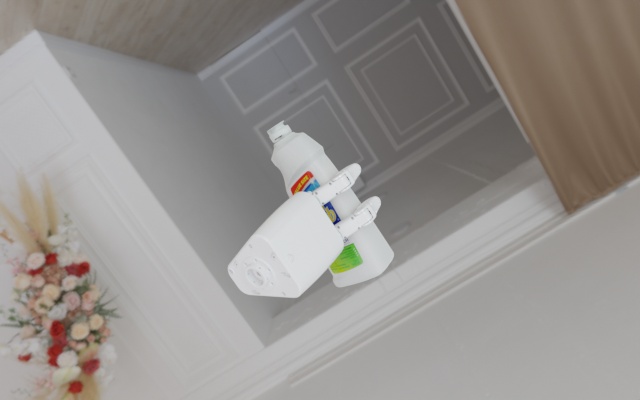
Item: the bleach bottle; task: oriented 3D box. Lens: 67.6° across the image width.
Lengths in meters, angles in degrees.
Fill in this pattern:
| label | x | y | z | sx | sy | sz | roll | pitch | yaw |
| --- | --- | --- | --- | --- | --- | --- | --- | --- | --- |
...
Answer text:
| label | x | y | z | sx | sy | sz | roll | pitch | yaw |
| --- | --- | --- | --- | --- | --- | --- | --- | --- | --- |
| bleach bottle | 0.000 | 0.002 | 0.689 | 0.102 | 0.251 | 0.068 | -25 | 12 | 42 |
